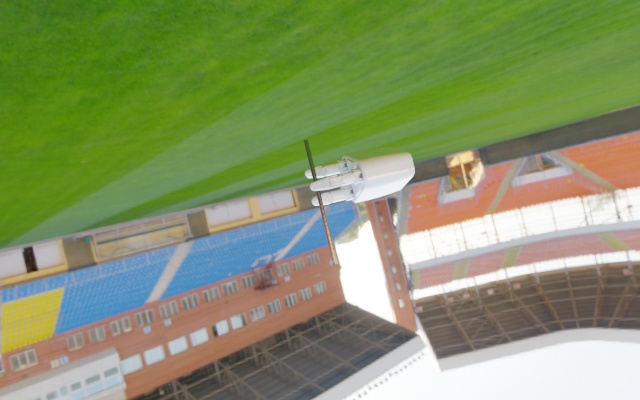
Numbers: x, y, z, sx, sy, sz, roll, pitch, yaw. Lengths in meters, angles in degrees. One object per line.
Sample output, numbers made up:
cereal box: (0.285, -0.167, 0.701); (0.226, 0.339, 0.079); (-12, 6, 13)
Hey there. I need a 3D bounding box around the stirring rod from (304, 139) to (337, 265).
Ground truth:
stirring rod: (0.000, 0.003, 0.898); (0.011, 0.239, 0.011); (-13, 0, 0)
